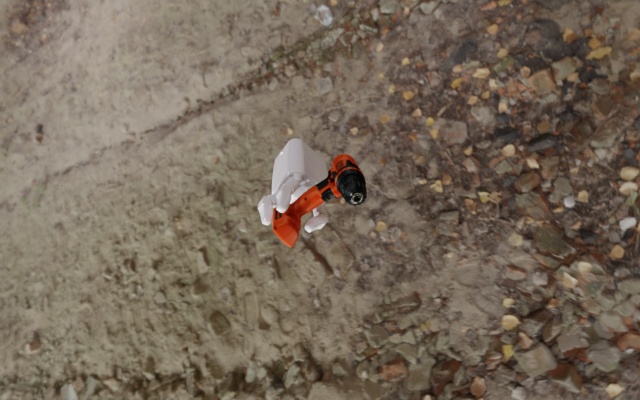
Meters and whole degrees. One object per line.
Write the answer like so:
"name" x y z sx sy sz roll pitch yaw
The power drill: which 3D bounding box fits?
"power drill" 0.000 0.003 0.868 0.188 0.057 0.184 -36 19 11
